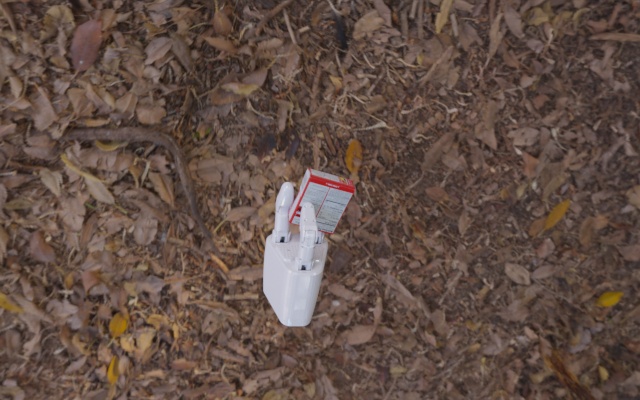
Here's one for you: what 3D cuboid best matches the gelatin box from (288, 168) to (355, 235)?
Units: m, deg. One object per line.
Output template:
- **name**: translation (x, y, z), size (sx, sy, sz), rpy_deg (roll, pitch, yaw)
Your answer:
- **gelatin box**: translation (0.000, 0.002, 0.711), size (0.073, 0.089, 0.030), rpy_deg (15, 30, -18)
